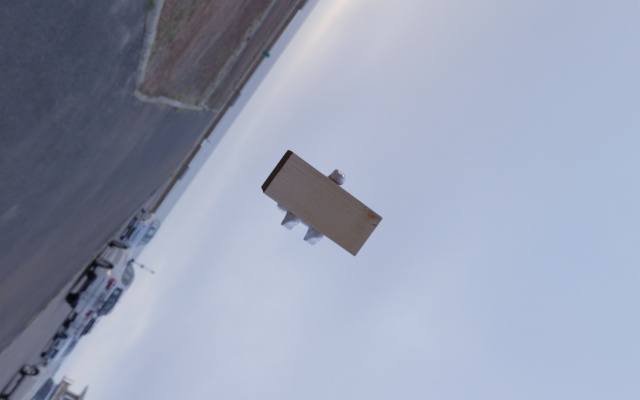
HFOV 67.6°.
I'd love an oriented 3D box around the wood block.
[{"bbox_3d":[0.000,0.003,0.893,0.206,0.091,0.090,35,2,-13],"label":"wood block"}]
